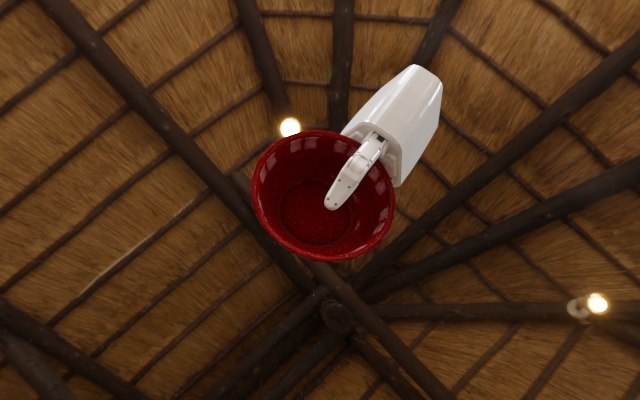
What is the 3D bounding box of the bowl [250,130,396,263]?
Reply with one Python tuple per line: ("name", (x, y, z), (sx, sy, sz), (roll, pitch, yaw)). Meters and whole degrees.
("bowl", (-0.001, 0.003, 0.541), (0.162, 0.162, 0.055), (0, -26, -13))
